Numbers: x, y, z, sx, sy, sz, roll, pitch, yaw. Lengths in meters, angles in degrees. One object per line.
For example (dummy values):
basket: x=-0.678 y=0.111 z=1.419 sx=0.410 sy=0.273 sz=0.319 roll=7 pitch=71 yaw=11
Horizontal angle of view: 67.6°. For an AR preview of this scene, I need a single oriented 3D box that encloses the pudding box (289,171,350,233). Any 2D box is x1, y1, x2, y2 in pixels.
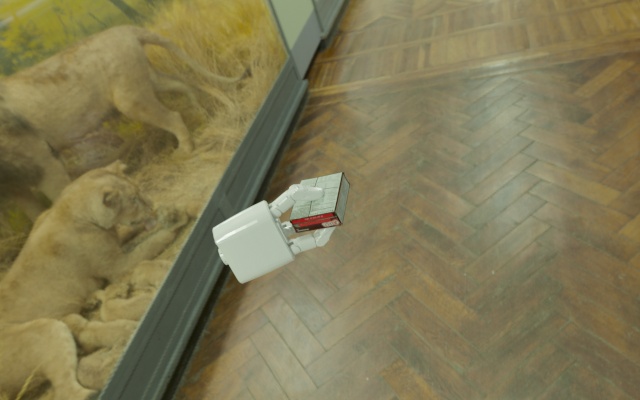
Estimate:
pudding box: x=0.000 y=0.003 z=0.856 sx=0.090 sy=0.039 sz=0.113 roll=-10 pitch=41 yaw=21
